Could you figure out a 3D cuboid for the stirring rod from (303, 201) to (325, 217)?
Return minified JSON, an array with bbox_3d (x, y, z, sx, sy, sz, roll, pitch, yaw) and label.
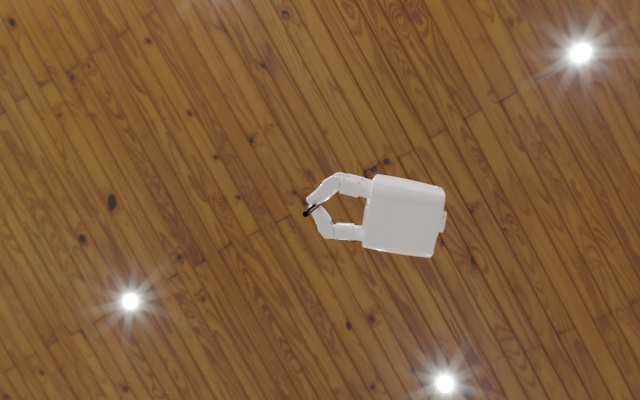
[{"bbox_3d":[0.000,0.003,0.758,0.011,0.011,0.239,0,8,10],"label":"stirring rod"}]
